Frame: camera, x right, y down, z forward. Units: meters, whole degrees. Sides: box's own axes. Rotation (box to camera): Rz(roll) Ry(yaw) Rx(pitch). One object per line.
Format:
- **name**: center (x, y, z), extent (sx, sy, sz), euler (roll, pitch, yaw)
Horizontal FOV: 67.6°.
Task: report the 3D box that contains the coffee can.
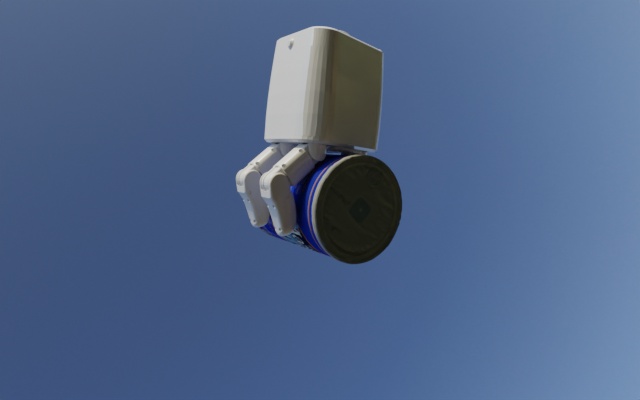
- **coffee can**: center (0.000, 0.002, 0.499), extent (0.103, 0.103, 0.140), euler (0, 6, -33)
